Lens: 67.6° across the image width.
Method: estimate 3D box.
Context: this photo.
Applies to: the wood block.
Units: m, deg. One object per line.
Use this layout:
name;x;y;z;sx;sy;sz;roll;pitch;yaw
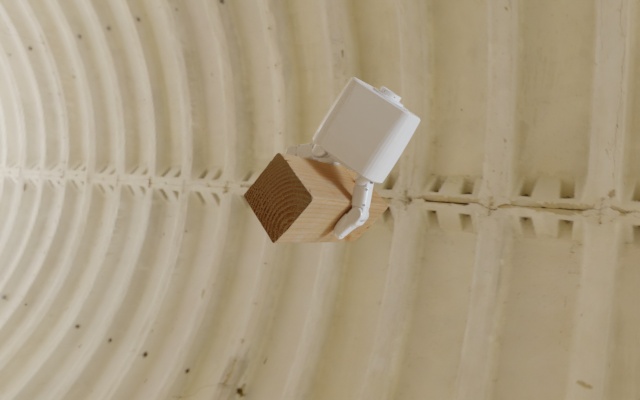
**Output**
wood block;0.001;0.002;0.717;0.090;0.090;0.206;-48;-28;23
